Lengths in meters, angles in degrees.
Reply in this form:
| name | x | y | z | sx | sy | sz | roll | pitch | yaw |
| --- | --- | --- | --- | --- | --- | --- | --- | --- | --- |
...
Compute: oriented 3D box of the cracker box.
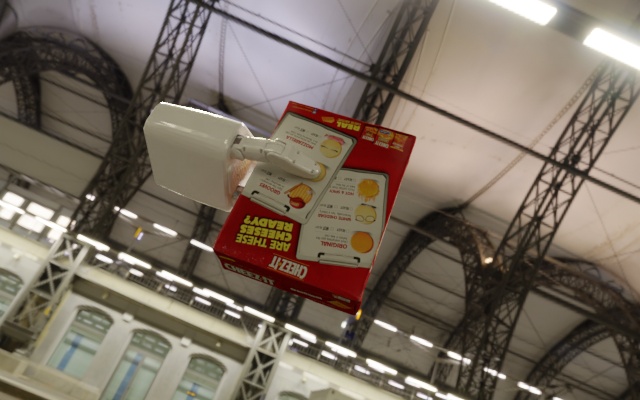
| name | x | y | z | sx | sy | sz | roll | pitch | yaw |
| --- | --- | --- | --- | --- | --- | --- | --- | --- | --- |
| cracker box | 0.000 | 0.002 | 0.552 | 0.164 | 0.213 | 0.072 | 18 | -26 | 10 |
